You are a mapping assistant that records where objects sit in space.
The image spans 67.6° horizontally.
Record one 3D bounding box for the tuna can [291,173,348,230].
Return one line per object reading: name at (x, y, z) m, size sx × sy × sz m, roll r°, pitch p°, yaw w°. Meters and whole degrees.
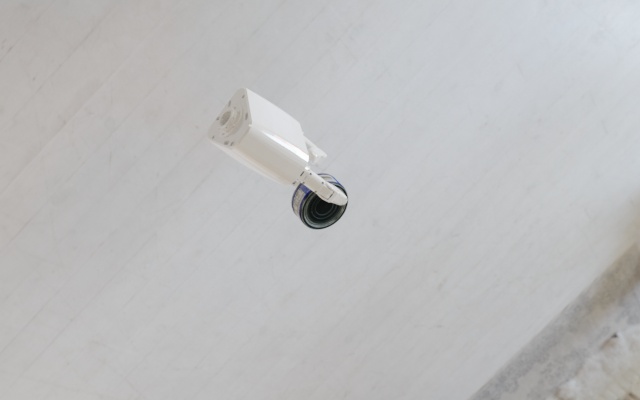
tuna can at (0.000, 0.003, 0.746) m, size 0.086 × 0.086 × 0.033 m, roll 0°, pitch 29°, yaw -32°
